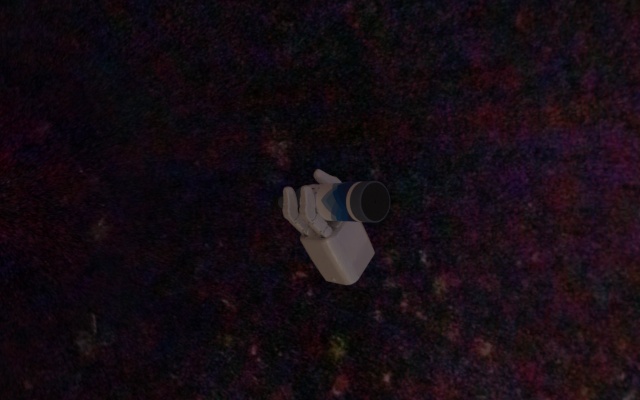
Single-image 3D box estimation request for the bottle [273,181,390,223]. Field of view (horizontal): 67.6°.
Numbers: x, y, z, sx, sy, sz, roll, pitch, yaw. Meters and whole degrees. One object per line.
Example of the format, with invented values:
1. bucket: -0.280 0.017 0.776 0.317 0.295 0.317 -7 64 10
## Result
1. bottle: 0.000 0.003 0.876 0.069 0.069 0.295 0 0 -36
